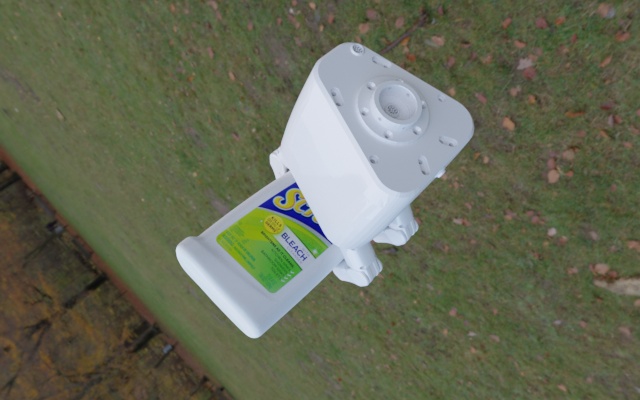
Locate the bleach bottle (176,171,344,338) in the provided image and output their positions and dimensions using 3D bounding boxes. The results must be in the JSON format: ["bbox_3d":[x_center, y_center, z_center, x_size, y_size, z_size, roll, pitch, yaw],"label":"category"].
[{"bbox_3d":[0.000,0.002,0.436,0.250,0.102,0.068,-42,-7,-25],"label":"bleach bottle"}]
